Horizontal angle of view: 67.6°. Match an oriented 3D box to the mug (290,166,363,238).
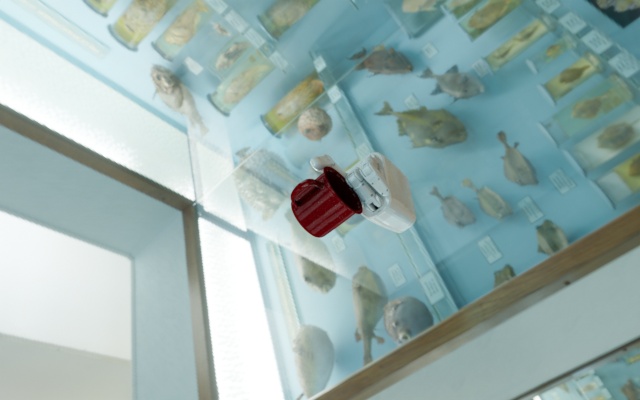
[{"bbox_3d":[-0.001,0.002,0.755,0.081,0.093,0.117,-38,-38,20],"label":"mug"}]
